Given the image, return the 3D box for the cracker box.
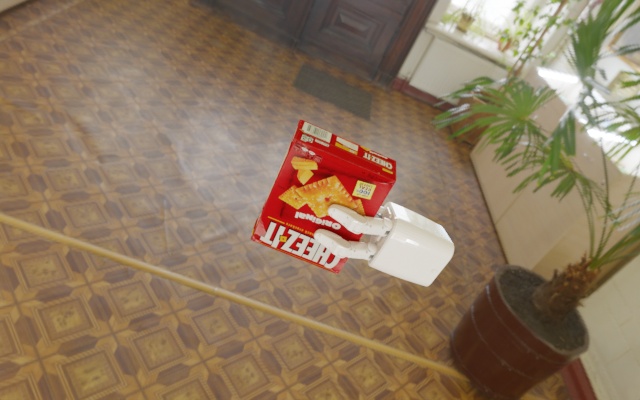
[{"bbox_3d":[0.000,0.002,0.761,0.164,0.214,0.072,23,34,-7],"label":"cracker box"}]
